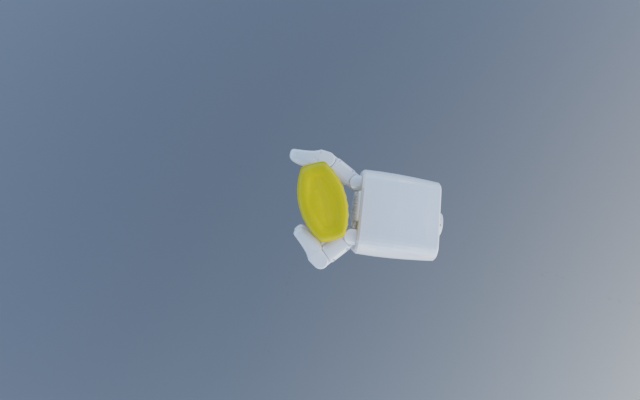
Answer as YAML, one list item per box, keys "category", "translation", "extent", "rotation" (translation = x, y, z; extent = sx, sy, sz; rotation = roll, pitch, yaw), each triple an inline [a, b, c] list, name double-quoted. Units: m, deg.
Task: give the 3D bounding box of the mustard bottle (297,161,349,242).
- category: "mustard bottle"
  translation: [0.000, 0.002, 0.656]
  extent: [0.058, 0.096, 0.191]
  rotation: [-17, 0, -2]
